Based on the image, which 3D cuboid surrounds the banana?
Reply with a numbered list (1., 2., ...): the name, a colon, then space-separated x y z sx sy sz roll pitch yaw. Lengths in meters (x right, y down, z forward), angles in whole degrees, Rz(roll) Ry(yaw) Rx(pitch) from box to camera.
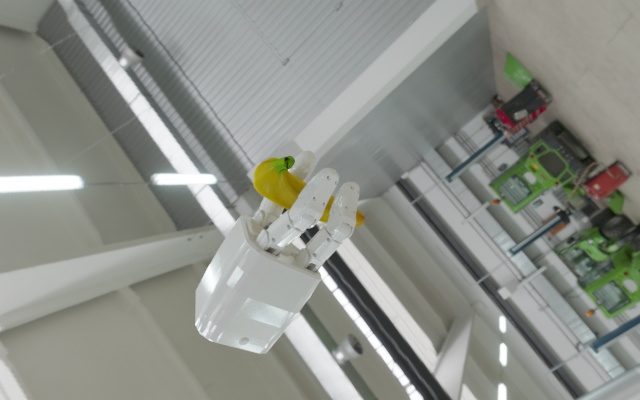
1. banana: -0.017 -0.004 0.513 0.069 0.037 0.198 16 -8 29
